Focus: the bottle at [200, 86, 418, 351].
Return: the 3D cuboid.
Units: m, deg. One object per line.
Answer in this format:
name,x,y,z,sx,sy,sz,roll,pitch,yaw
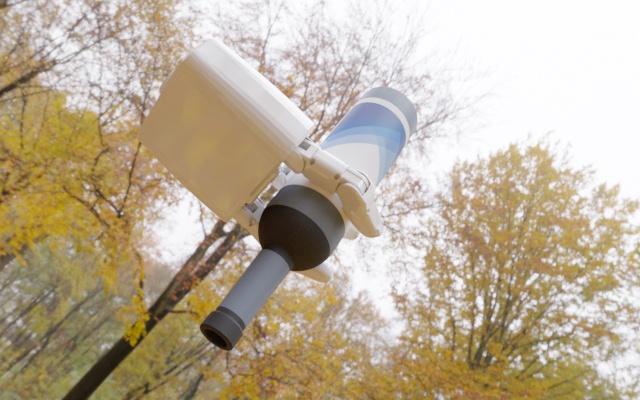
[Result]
bottle,0.000,0.001,0.412,0.069,0.069,0.295,0,39,38
